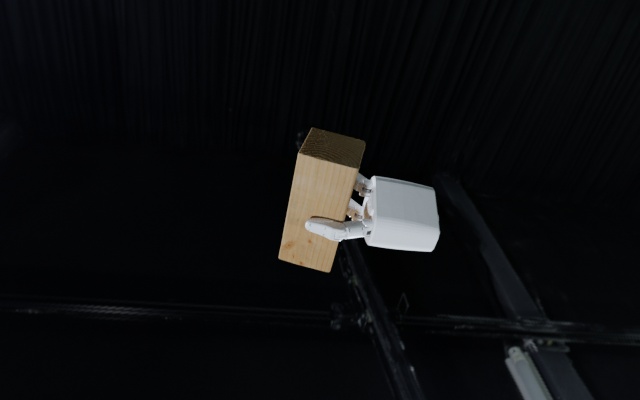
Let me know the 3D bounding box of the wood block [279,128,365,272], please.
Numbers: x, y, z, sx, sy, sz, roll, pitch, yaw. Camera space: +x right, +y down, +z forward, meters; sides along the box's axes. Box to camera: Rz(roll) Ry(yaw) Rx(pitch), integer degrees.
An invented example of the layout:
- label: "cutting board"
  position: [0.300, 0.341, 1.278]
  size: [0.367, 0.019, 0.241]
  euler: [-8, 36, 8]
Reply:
- label: "wood block"
  position: [0.000, 0.003, 0.763]
  size: [0.090, 0.206, 0.090]
  euler: [15, 35, 3]
